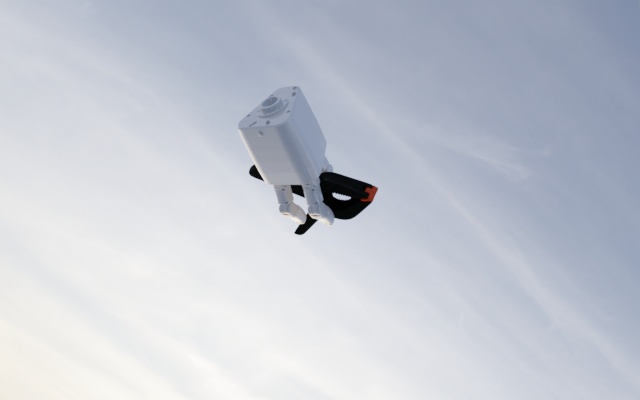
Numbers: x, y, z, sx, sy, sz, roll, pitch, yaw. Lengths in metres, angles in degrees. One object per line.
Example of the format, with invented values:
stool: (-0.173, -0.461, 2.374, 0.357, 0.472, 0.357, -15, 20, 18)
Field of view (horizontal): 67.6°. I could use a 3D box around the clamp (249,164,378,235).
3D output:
clamp: (0.001, 0.002, 0.778, 0.210, 0.036, 0.165, 1, -42, 32)
